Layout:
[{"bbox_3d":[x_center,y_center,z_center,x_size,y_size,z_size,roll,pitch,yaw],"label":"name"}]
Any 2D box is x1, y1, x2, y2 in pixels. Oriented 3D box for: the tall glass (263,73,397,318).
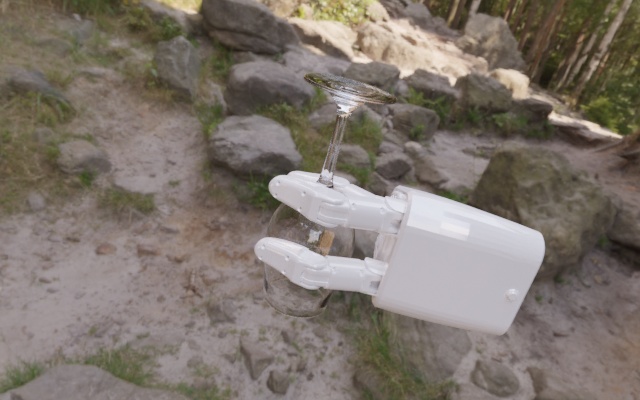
[{"bbox_3d":[0.000,0.001,0.406,0.079,0.201,0.079,13,23,-6],"label":"tall glass"}]
